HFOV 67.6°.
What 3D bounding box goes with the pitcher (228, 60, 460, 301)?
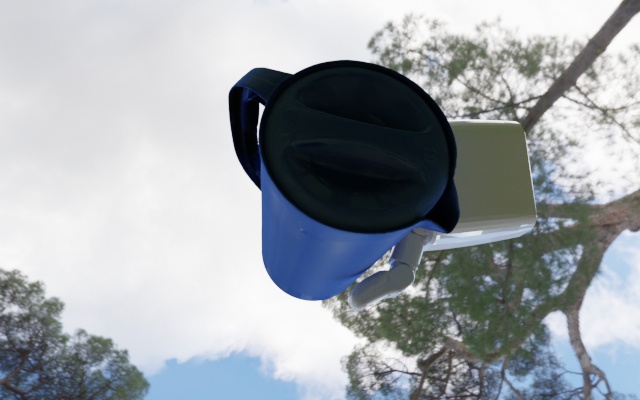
[{"bbox_3d":[0.000,0.001,0.414,0.145,0.149,0.243,-6,-24,-13],"label":"pitcher"}]
